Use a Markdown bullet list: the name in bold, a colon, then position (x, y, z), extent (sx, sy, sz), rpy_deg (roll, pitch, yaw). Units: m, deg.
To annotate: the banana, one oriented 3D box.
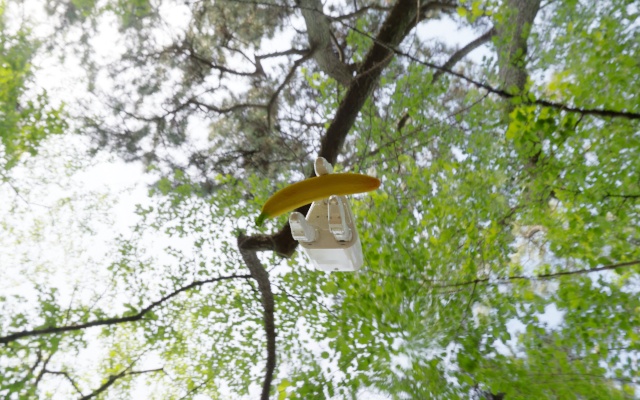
- **banana**: position (-0.008, -0.008, 0.738), extent (0.198, 0.037, 0.069), rpy_deg (-20, 43, -3)
